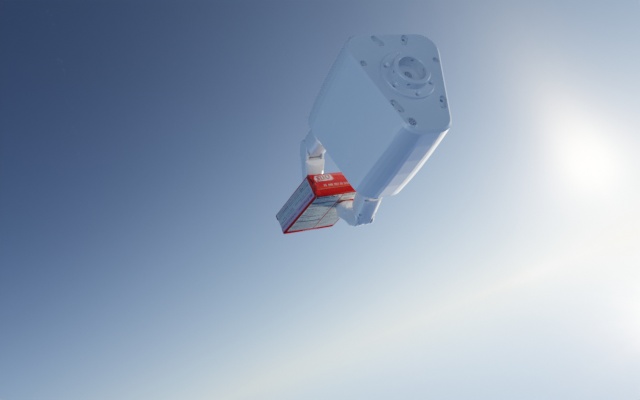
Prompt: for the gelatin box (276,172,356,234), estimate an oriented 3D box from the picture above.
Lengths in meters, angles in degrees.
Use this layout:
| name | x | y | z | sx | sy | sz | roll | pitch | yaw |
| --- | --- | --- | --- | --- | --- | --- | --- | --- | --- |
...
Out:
| name | x | y | z | sx | sy | sz | roll | pitch | yaw |
| --- | --- | --- | --- | --- | --- | --- | --- | --- | --- |
| gelatin box | 0.000 | 0.002 | 0.551 | 0.073 | 0.030 | 0.089 | -7 | -28 | -36 |
